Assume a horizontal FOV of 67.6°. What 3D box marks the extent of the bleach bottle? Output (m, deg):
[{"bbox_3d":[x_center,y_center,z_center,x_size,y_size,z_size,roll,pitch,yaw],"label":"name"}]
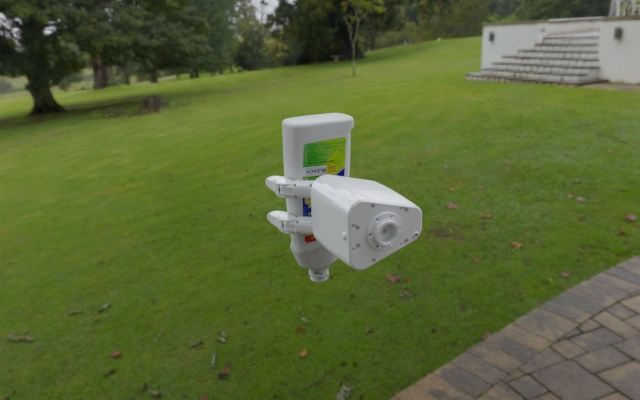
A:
[{"bbox_3d":[0.000,0.002,0.712,0.102,0.251,0.068,-10,21,-20],"label":"bleach bottle"}]
